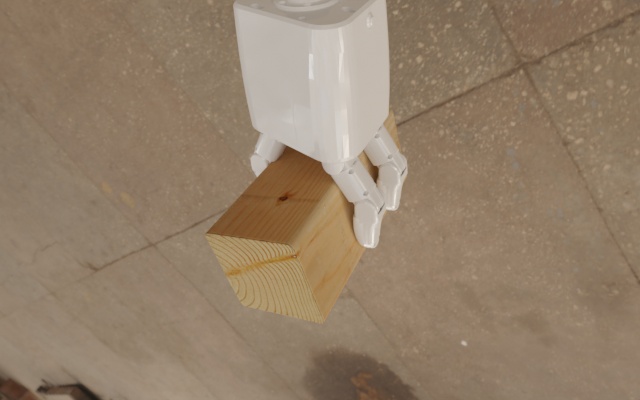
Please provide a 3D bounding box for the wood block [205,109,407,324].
[{"bbox_3d":[0.000,0.001,0.455,0.091,0.090,0.206,4,40,32],"label":"wood block"}]
